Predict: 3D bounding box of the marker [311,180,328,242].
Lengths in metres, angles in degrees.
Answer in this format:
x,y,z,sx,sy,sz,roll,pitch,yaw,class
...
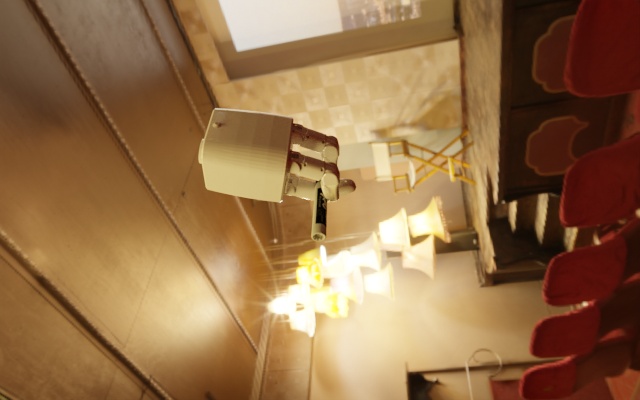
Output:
x,y,z,sx,sy,sz,roll,pitch,yaw,class
0.000,0.002,0.638,0.020,0.121,0.020,2,-43,2,marker
